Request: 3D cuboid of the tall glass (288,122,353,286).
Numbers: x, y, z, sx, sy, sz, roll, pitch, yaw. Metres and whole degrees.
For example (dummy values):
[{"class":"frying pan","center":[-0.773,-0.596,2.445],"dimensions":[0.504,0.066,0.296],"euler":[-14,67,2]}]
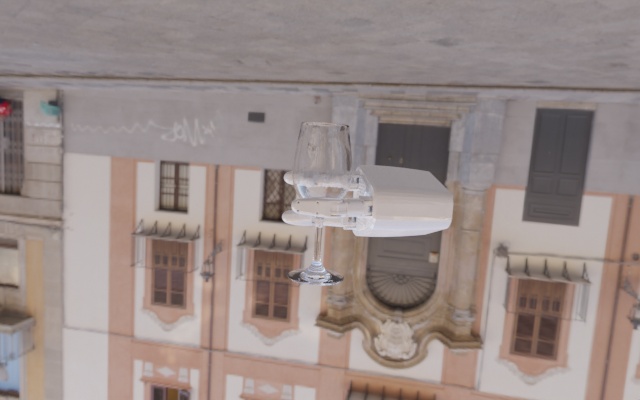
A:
[{"class":"tall glass","center":[0.000,0.003,0.616],"dimensions":[0.079,0.201,0.079],"euler":[3,7,0]}]
